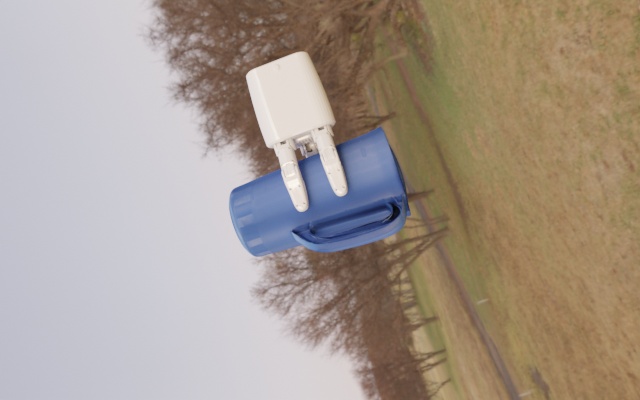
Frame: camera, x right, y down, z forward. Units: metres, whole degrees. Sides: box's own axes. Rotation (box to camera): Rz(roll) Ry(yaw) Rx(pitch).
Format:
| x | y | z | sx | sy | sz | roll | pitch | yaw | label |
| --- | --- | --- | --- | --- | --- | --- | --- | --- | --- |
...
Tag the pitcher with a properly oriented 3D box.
| x | y | z | sx | sy | sz | roll | pitch | yaw | label |
| --- | --- | --- | --- | --- | --- | --- | --- | --- | --- |
| 0.000 | 0.002 | 0.678 | 0.243 | 0.145 | 0.149 | -19 | -2 | 6 | pitcher |
